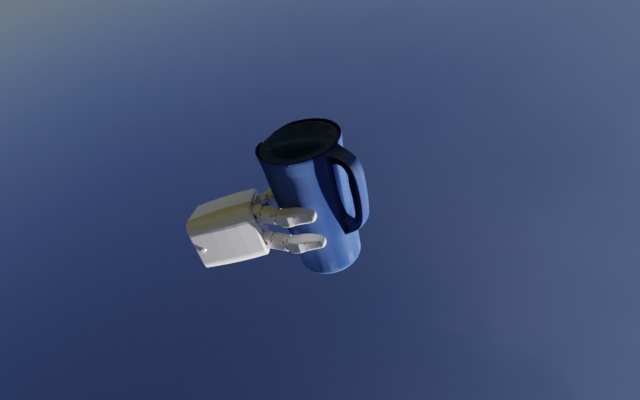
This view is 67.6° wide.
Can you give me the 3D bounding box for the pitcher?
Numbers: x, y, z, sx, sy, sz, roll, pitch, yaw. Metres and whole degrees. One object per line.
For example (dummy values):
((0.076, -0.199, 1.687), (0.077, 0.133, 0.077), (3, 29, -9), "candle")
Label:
((0.000, 0.003, 0.768), (0.145, 0.243, 0.149), (-16, 35, 1), "pitcher")
